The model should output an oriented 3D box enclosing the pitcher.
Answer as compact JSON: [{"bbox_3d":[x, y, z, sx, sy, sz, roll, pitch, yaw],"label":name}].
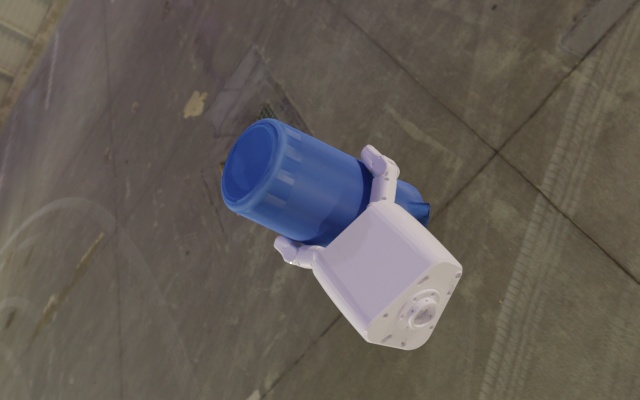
[{"bbox_3d":[0.000,0.002,0.582,0.243,0.149,0.145,25,16,-39],"label":"pitcher"}]
